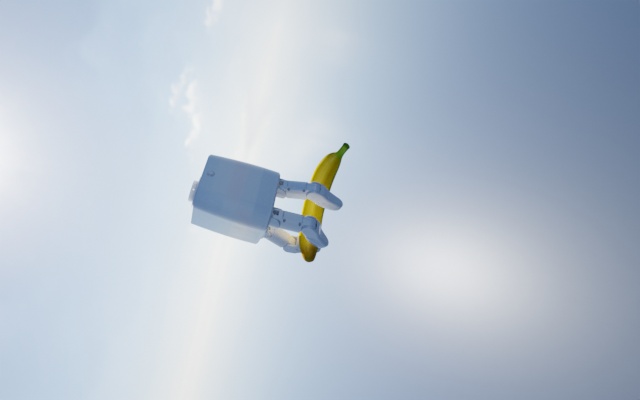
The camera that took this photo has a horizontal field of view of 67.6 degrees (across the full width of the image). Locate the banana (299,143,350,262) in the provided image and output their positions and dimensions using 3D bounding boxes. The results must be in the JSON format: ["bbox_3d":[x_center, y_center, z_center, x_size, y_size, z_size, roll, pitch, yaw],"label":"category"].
[{"bbox_3d":[-0.004,0.003,0.748,0.037,0.197,0.069,20,-17,-12],"label":"banana"}]
